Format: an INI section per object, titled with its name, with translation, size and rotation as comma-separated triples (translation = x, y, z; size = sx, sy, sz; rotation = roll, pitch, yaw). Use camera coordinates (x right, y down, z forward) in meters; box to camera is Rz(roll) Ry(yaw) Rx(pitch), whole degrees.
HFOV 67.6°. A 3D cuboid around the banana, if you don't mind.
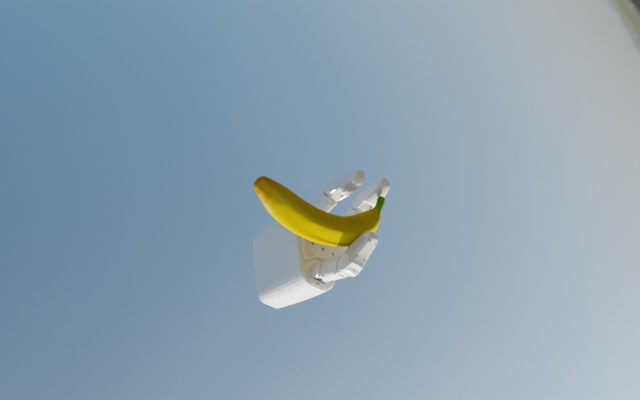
[banana]
translation = 0.005, 0.020, 0.564
size = 0.198, 0.069, 0.037
rotation = 9, -27, -40
